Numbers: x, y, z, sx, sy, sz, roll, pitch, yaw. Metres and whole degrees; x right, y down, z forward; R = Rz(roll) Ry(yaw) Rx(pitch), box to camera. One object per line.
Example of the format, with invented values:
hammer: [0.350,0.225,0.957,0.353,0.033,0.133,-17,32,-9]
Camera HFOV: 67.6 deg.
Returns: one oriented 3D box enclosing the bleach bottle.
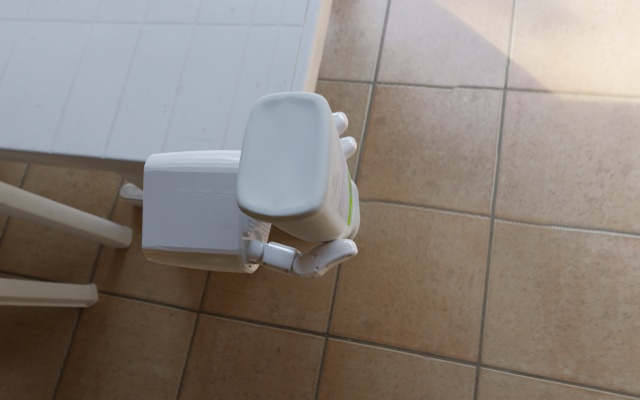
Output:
bleach bottle: [0.000,0.001,0.449,0.068,0.102,0.251,1,-17,13]
